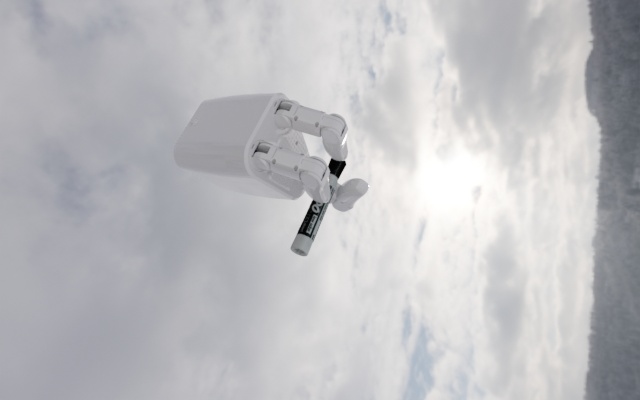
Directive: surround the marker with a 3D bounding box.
[{"bbox_3d":[0.000,0.002,0.498,0.020,0.121,0.020,19,-27,10],"label":"marker"}]
